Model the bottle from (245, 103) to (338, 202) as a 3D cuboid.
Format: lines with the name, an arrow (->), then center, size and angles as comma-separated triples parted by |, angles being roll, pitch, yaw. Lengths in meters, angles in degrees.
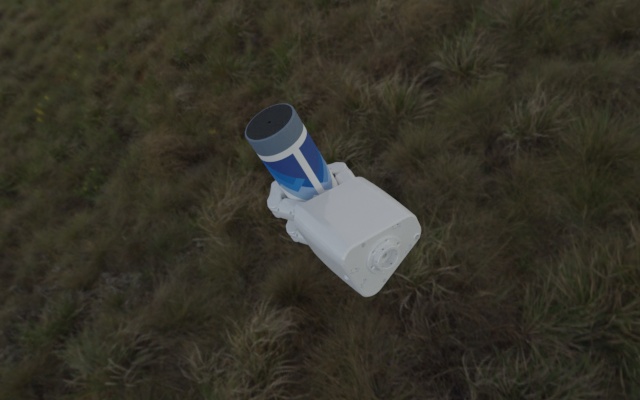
bottle -> 0.000, 0.002, 0.656 | 0.069, 0.069, 0.296 | 0, -40, 32
